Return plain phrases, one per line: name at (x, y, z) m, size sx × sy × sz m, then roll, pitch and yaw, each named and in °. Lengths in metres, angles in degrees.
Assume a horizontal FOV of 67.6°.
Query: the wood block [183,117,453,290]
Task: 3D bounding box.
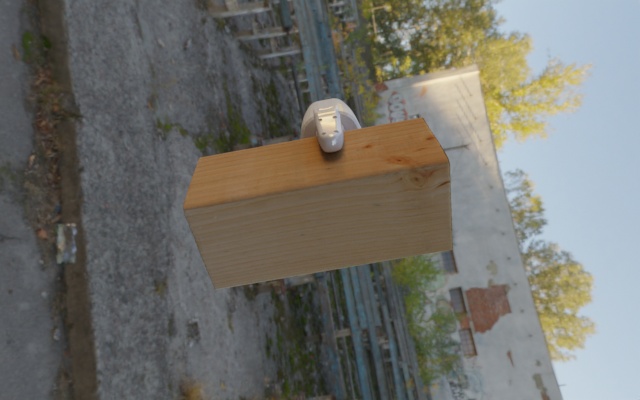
wood block at (0.000, 0.001, 0.419) m, size 0.206 × 0.091 × 0.090 m, roll -10°, pitch 32°, yaw 3°
